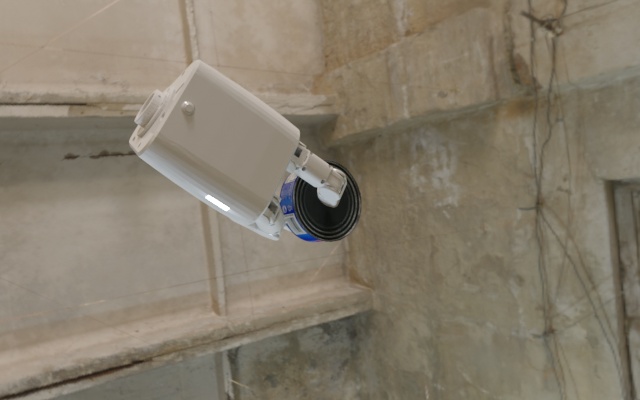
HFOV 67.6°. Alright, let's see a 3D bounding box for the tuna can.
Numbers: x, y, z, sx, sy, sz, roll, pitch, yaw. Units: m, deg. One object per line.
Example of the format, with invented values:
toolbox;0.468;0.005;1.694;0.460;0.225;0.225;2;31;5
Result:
tuna can;0.000;0.002;0.506;0.086;0.086;0.034;0;-6;-34
